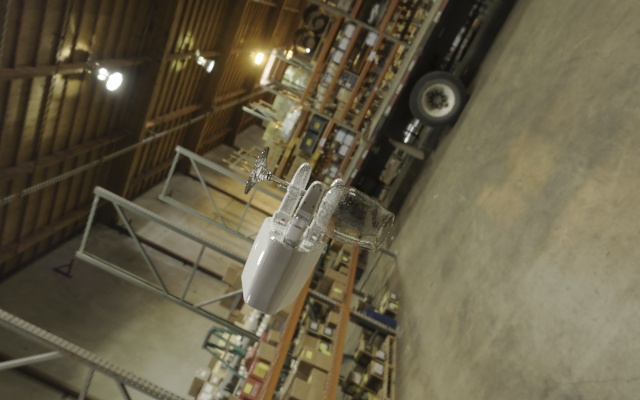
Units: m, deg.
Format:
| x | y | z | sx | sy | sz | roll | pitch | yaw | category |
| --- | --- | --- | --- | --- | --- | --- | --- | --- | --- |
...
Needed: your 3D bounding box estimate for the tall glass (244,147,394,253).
| x | y | z | sx | sy | sz | roll | pitch | yaw | category |
| --- | --- | --- | --- | --- | --- | --- | --- | --- | --- |
| 0.000 | 0.002 | 0.667 | 0.201 | 0.079 | 0.079 | 26 | -1 | -1 | tall glass |
